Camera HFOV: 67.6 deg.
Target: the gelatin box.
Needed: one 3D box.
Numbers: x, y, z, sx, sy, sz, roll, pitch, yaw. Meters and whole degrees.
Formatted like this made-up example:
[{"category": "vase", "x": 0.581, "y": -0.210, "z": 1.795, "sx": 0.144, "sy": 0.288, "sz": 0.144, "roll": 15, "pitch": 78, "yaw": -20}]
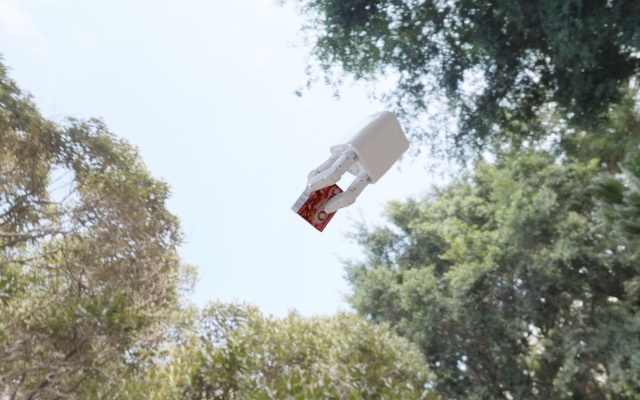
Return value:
[{"category": "gelatin box", "x": 0.000, "y": 0.003, "z": 0.875, "sx": 0.073, "sy": 0.089, "sz": 0.030, "roll": 41, "pitch": -6, "yaw": -37}]
